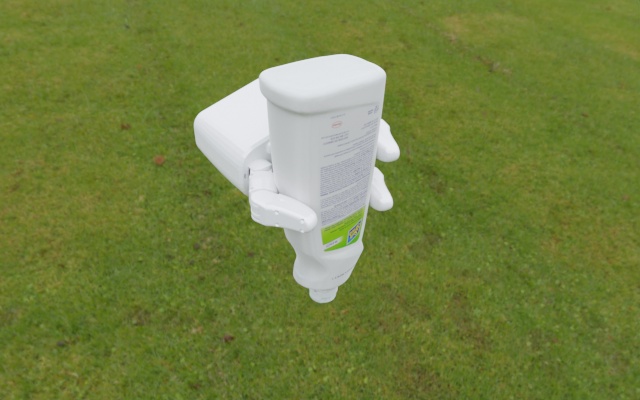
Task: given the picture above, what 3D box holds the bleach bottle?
[{"bbox_3d":[0.000,0.001,0.443,0.102,0.251,0.068,-22,42,-31],"label":"bleach bottle"}]
